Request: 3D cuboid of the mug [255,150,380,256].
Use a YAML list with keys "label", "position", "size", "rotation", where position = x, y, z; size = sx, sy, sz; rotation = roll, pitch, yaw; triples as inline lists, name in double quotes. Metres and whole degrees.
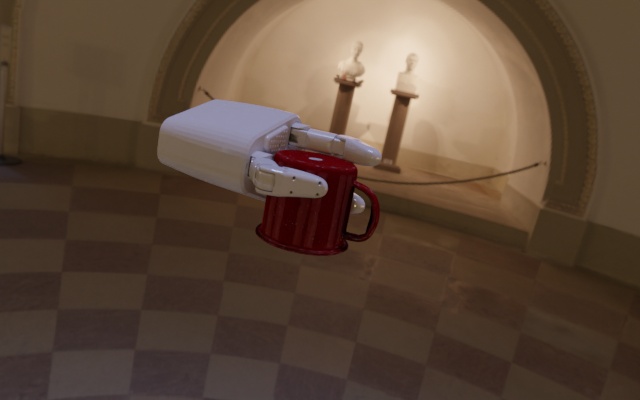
- label: "mug"
  position: [0.001, 0.002, 0.456]
  size: [0.117, 0.081, 0.093]
  rotation: [16, 14, 21]
